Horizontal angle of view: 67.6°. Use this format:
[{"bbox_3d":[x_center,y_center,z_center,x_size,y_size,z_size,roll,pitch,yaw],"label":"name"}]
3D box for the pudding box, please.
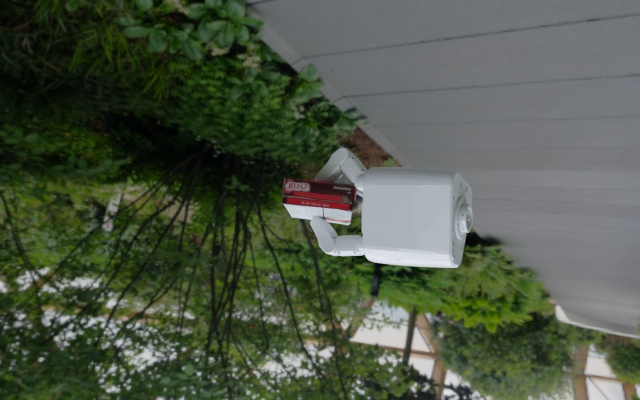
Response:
[{"bbox_3d":[0.000,0.002,0.630,0.090,0.039,0.113,7,-12,4],"label":"pudding box"}]
